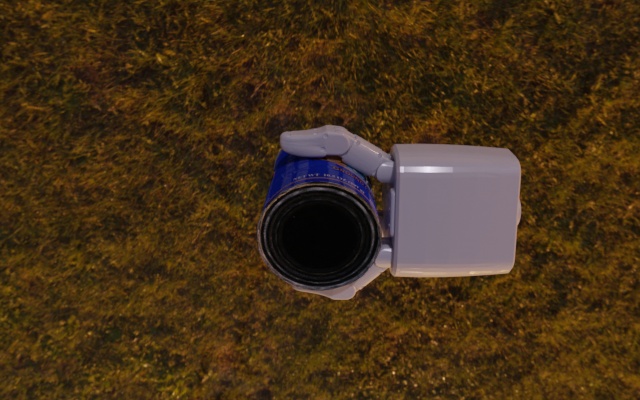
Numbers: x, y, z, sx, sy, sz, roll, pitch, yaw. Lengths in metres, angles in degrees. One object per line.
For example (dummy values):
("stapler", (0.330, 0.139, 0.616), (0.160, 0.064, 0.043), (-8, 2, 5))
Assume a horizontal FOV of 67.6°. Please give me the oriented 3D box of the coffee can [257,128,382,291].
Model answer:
("coffee can", (0.000, 0.001, 0.450), (0.103, 0.103, 0.140), (0, 26, 1))
